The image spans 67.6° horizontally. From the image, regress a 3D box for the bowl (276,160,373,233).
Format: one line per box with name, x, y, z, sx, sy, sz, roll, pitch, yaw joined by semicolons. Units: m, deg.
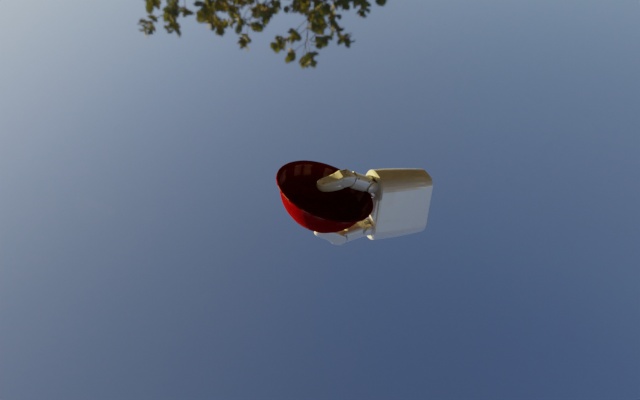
bowl;-0.001;0.003;0.766;0.162;0.055;0.162;16;33;-10
